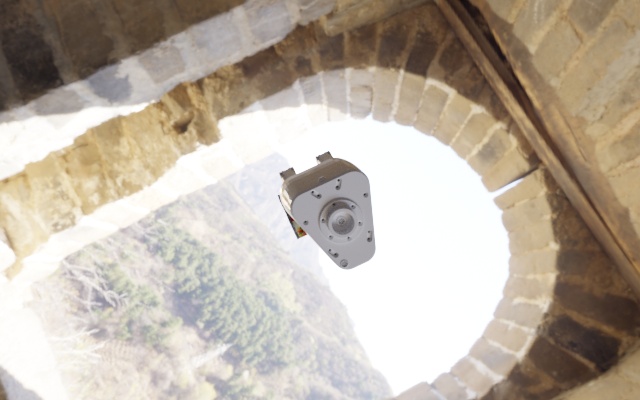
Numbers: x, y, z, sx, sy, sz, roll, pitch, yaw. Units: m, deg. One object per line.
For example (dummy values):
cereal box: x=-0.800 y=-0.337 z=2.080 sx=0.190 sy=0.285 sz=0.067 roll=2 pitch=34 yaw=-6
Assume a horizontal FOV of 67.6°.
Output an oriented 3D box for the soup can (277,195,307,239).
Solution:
soup can: x=0.000 y=0.002 z=0.664 sx=0.102 sy=0.068 sz=0.068 roll=-25 pitch=2 yaw=-4
